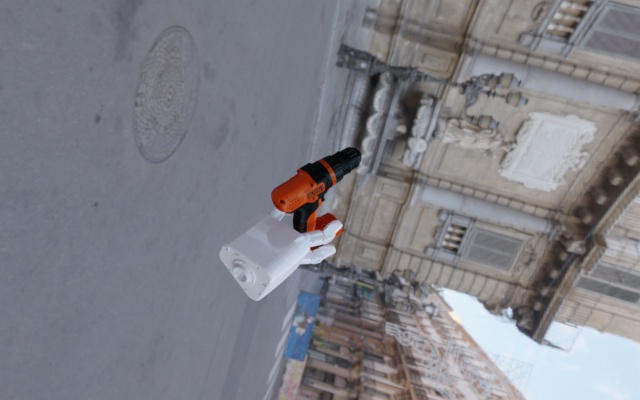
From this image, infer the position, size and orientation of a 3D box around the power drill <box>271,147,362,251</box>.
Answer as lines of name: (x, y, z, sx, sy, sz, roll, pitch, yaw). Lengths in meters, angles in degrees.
power drill: (0.000, 0.003, 0.878, 0.184, 0.188, 0.057, -31, 53, -20)
